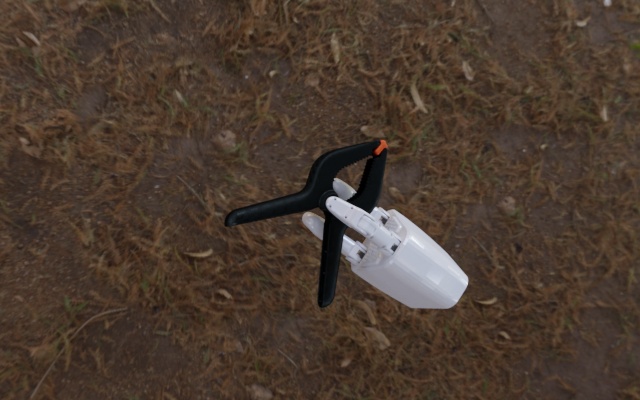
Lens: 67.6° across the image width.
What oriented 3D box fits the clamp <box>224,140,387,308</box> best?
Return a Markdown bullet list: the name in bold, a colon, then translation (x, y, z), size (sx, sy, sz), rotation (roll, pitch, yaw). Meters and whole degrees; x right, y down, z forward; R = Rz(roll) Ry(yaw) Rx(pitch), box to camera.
- **clamp**: translation (0.001, 0.002, 0.572), size (0.164, 0.210, 0.036), rotation (36, -7, -16)
